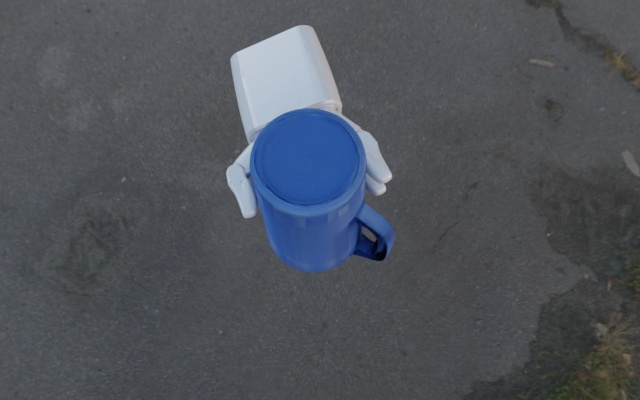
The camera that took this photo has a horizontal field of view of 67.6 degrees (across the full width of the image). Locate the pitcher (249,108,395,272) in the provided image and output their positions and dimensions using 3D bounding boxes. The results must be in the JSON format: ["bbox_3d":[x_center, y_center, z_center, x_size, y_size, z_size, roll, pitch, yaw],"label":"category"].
[{"bbox_3d":[0.000,0.002,0.541,0.149,0.145,0.243,-15,-17,-4],"label":"pitcher"}]
